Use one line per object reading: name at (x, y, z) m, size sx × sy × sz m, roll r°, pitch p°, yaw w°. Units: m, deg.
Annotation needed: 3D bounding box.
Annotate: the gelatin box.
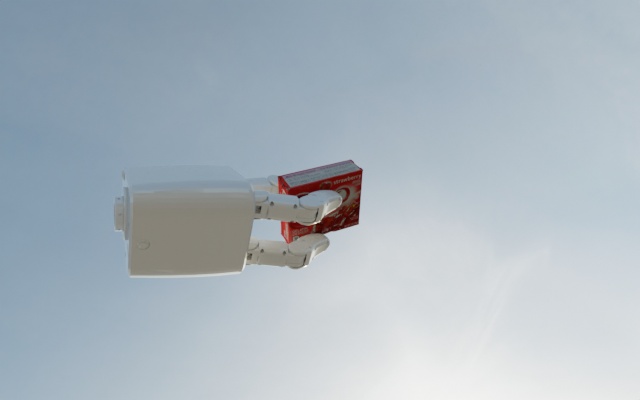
gelatin box at (0.000, 0.001, 0.514) m, size 0.089 × 0.073 × 0.030 m, roll -15°, pitch 37°, yaw -22°
